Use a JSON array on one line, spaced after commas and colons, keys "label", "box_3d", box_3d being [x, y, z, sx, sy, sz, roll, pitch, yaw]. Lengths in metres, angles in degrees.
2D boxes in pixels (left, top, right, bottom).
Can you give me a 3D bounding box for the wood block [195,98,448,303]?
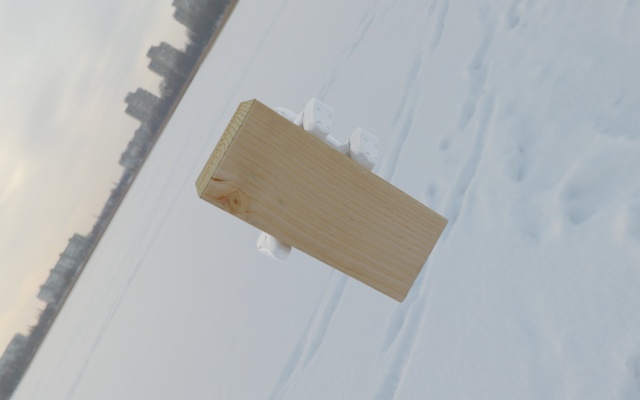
[{"label": "wood block", "box_3d": [0.000, 0.002, 0.442, 0.206, 0.091, 0.090, 30, 0, -19]}]
